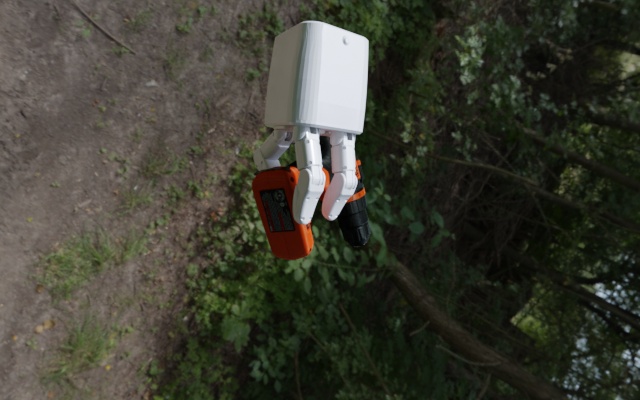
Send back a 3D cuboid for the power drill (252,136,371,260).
[{"bbox_3d":[0.000,0.002,0.606,0.057,0.184,0.187,-9,16,31],"label":"power drill"}]
